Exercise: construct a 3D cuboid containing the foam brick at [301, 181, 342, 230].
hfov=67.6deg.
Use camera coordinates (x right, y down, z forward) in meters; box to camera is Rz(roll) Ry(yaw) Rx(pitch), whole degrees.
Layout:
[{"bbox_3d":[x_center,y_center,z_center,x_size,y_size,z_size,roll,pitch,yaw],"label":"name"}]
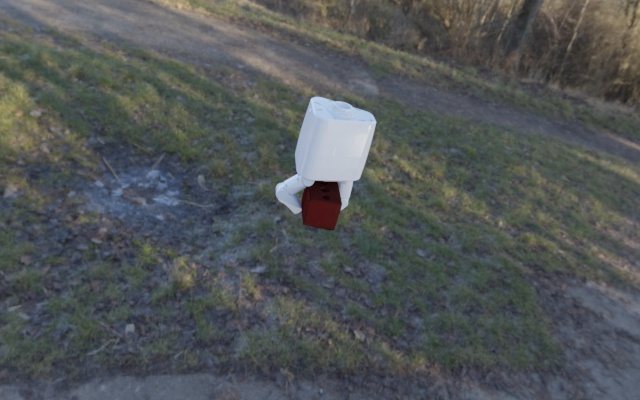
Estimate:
[{"bbox_3d":[0.000,0.003,0.779,0.053,0.051,0.078,10,32,-12],"label":"foam brick"}]
